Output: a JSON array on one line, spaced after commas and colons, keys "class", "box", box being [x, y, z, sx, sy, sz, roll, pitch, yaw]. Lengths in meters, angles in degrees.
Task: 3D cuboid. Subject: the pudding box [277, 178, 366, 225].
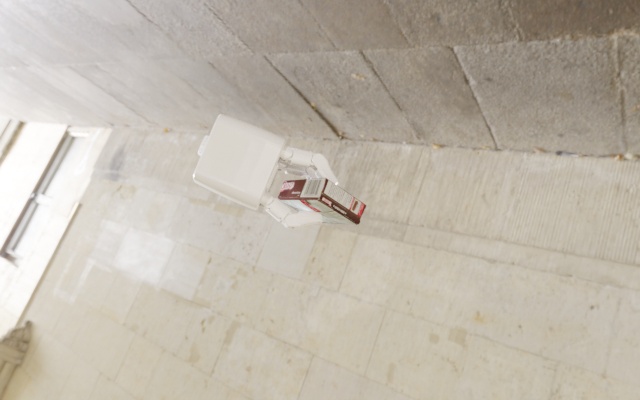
[{"class": "pudding box", "box": [0.000, 0.003, 0.742, 0.090, 0.039, 0.113, 31, -17, -33]}]
